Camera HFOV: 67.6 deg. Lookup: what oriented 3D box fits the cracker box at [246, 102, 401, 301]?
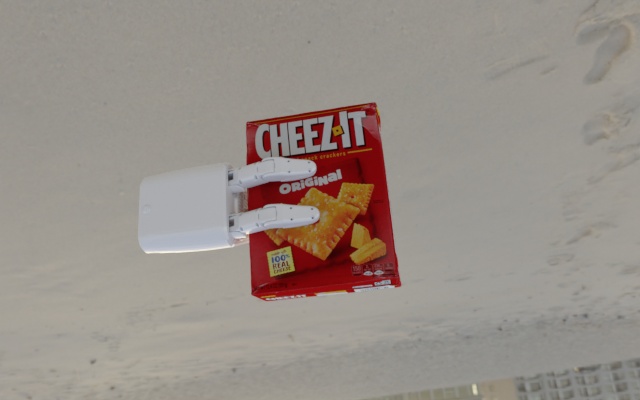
[{"bbox_3d":[0.000,0.002,0.564,0.164,0.213,0.072,-7,-18,8],"label":"cracker box"}]
